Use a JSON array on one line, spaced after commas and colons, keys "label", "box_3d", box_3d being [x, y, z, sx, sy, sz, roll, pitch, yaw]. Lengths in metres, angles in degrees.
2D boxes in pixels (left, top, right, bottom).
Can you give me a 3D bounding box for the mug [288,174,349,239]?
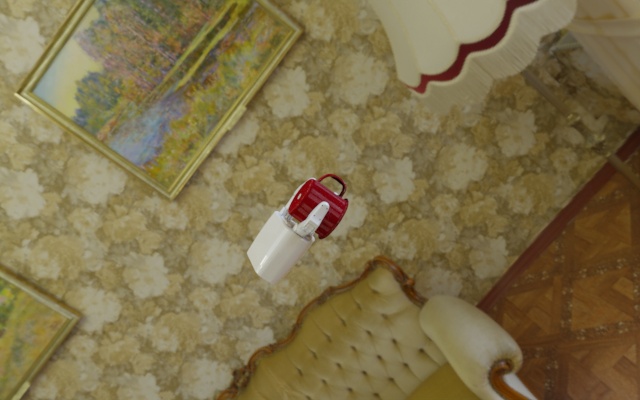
[{"label": "mug", "box_3d": [0.001, 0.002, 0.895, 0.081, 0.117, 0.093, 35, 2, -13]}]
